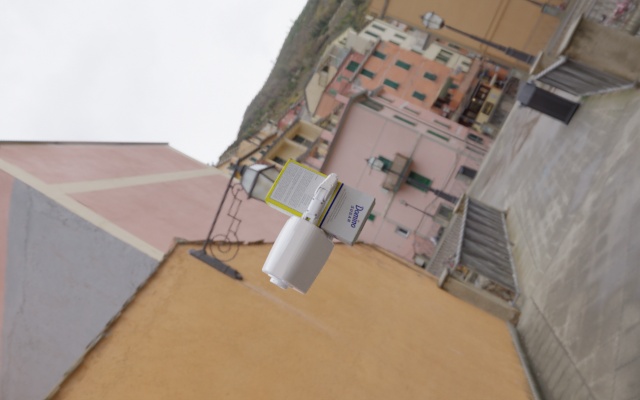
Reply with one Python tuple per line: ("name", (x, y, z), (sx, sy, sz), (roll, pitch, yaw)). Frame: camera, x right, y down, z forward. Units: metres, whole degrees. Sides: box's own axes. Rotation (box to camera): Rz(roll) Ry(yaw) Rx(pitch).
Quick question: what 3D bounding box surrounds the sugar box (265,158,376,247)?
("sugar box", (0.000, 0.003, 0.854), (0.176, 0.093, 0.048), (27, -13, 12))
